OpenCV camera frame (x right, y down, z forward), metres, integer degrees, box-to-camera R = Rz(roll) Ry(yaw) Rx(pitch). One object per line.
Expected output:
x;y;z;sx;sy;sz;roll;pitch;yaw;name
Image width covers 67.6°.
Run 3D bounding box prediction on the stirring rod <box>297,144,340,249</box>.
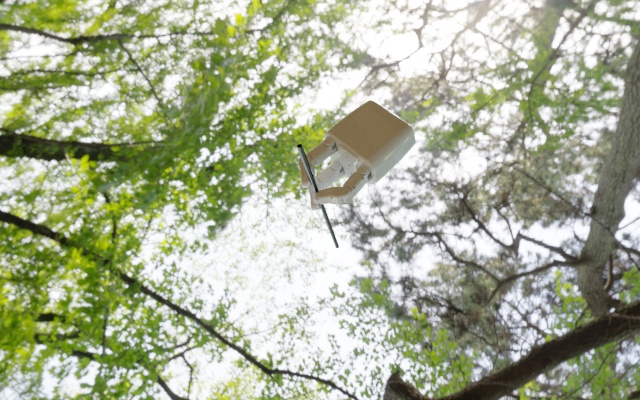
0.000;0.002;0.759;0.011;0.011;0.240;0;-41;19;stirring rod
